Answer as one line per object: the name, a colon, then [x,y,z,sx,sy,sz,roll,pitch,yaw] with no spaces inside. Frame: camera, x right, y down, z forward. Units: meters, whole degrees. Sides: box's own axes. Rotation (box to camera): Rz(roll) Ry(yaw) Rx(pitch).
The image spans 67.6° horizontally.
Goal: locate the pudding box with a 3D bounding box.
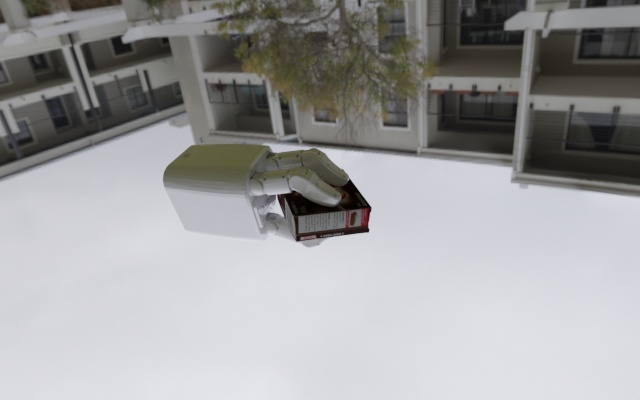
pudding box: [0.000,0.002,0.569,0.090,0.039,0.113,-7,30,-13]
